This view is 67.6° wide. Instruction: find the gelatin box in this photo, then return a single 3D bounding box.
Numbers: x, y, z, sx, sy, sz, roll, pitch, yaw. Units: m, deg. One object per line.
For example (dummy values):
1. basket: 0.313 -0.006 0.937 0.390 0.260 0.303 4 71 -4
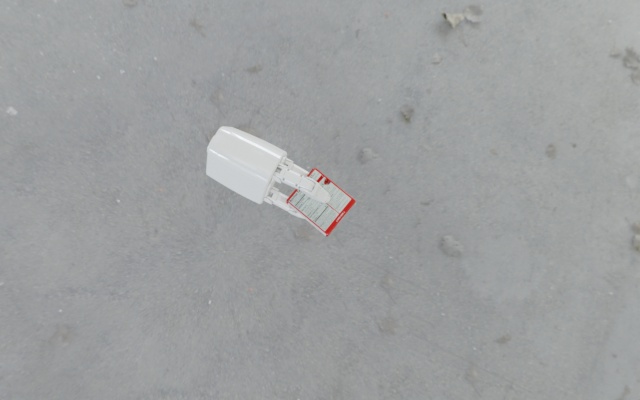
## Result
1. gelatin box: 0.000 0.003 0.774 0.089 0.073 0.030 39 -10 4
